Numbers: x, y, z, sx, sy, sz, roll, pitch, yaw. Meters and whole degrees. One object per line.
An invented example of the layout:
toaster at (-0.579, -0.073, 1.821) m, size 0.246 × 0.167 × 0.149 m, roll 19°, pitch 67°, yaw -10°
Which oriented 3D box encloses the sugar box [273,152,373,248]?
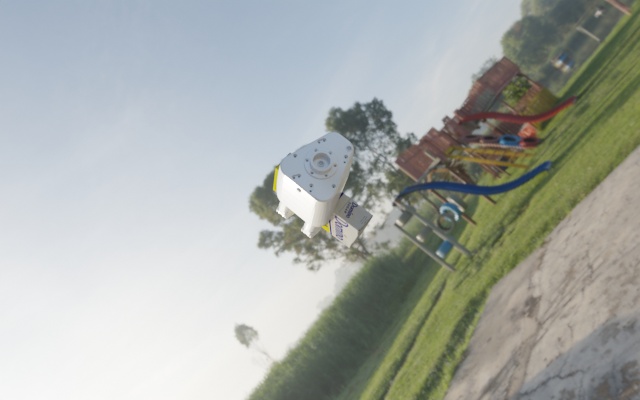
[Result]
sugar box at (0.000, 0.003, 0.819) m, size 0.176 × 0.048 × 0.093 m, roll 39°, pitch -22°, yaw 9°
